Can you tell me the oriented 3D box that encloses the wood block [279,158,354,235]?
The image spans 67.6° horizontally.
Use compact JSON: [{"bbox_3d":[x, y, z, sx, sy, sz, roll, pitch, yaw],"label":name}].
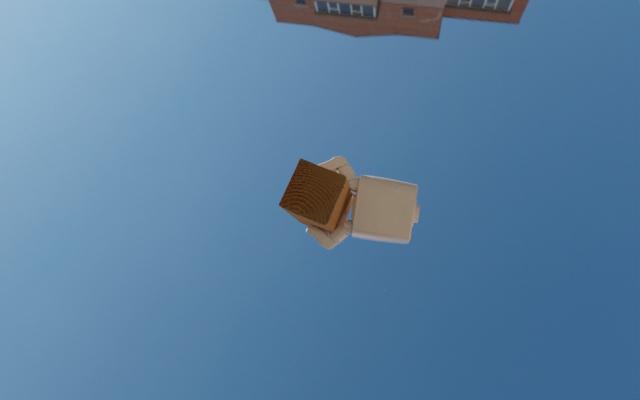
[{"bbox_3d":[0.000,0.003,0.885,0.090,0.091,0.206,22,-7,11],"label":"wood block"}]
